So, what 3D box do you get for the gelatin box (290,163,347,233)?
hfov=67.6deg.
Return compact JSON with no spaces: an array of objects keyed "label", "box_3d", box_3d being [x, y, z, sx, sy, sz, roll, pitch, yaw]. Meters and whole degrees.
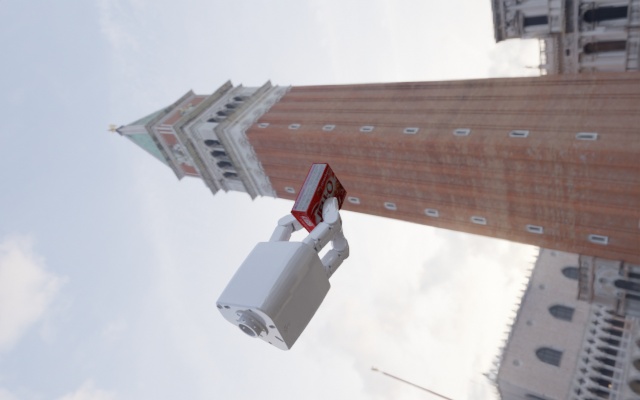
[{"label":"gelatin box","box_3d":[0.000,0.002,0.686,0.030,0.089,0.073,4,-32,33]}]
